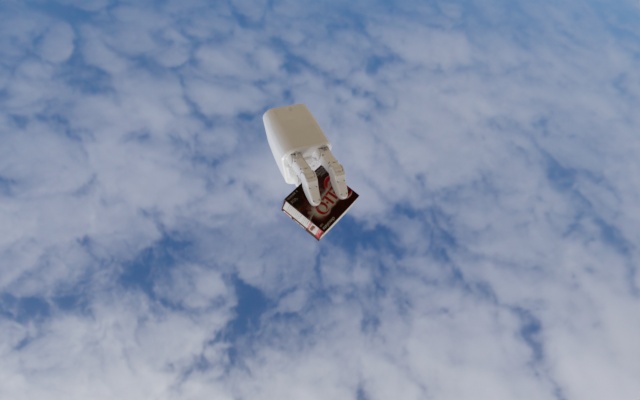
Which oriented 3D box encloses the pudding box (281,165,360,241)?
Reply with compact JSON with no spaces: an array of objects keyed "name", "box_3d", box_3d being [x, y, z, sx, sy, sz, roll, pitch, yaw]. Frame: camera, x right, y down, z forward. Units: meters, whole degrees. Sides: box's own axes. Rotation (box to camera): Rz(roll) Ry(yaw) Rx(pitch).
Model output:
[{"name":"pudding box","box_3d":[0.000,0.003,0.833,0.113,0.090,0.039,-46,-10,-33]}]
